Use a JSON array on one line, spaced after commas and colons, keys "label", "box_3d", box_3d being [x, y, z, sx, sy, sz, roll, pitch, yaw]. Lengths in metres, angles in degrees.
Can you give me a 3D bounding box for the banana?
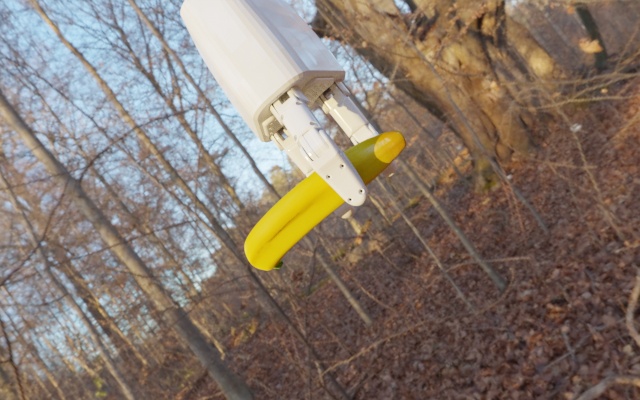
[{"label": "banana", "box_3d": [-0.012, 0.008, 0.403, 0.198, 0.037, 0.069, -44, -10, 35]}]
